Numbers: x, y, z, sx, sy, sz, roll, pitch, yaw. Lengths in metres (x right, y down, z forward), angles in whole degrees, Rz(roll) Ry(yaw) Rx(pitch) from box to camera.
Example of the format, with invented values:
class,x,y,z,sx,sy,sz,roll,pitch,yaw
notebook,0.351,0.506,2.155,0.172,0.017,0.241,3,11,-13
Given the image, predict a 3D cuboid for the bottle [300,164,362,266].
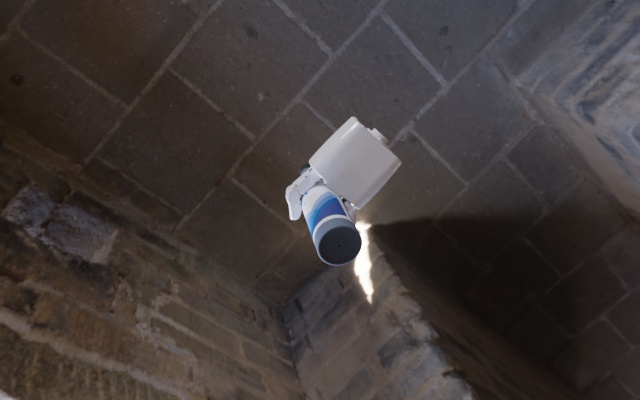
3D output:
class,x,y,z,sx,sy,sz,roll,pitch,yaw
bottle,0.000,0.003,0.809,0.069,0.069,0.295,0,25,-12
